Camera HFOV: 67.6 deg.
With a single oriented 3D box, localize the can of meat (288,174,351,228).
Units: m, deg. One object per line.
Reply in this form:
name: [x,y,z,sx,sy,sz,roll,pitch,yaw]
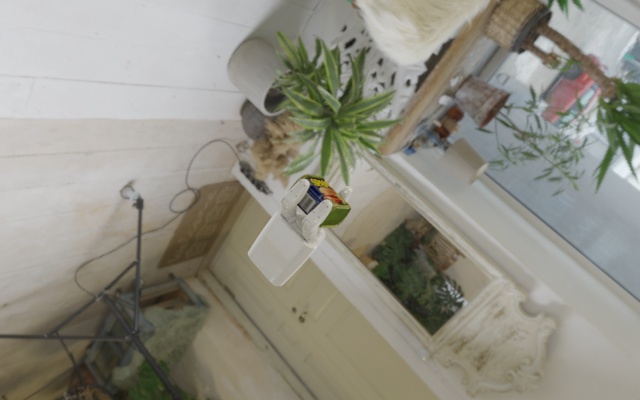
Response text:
can of meat: [0.000,0.003,0.859,0.084,0.057,0.102,45,16,19]
